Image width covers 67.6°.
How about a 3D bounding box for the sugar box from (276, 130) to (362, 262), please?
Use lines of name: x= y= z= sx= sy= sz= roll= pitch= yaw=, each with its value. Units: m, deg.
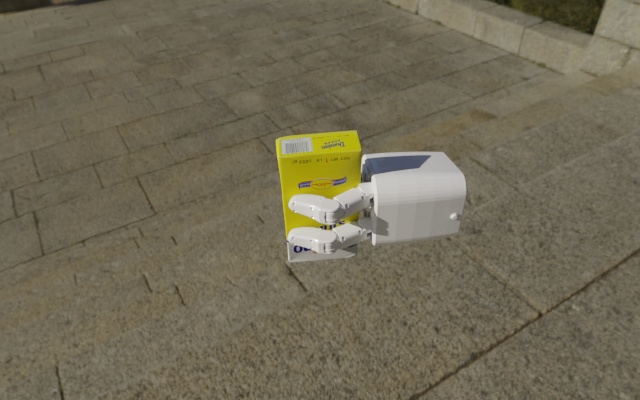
sugar box: x=0.000 y=0.002 z=0.578 sx=0.093 sy=0.176 sz=0.048 roll=-5 pitch=41 yaw=-2
